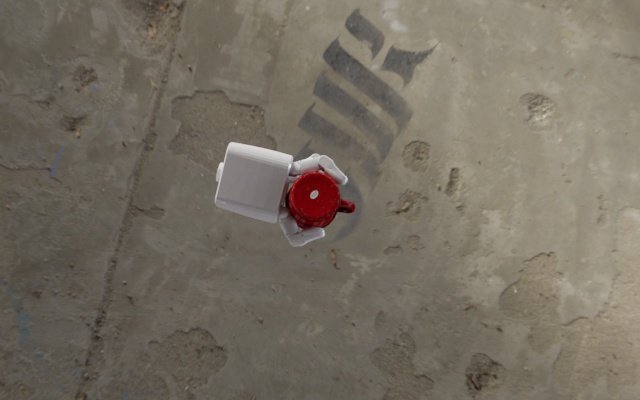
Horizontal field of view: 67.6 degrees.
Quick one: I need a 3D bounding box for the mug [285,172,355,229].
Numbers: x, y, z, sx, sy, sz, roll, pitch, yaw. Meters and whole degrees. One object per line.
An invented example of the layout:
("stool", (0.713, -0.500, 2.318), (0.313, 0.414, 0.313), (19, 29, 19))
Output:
("mug", (0.002, 0.003, 0.790), (0.117, 0.093, 0.081), (14, -10, -3))
